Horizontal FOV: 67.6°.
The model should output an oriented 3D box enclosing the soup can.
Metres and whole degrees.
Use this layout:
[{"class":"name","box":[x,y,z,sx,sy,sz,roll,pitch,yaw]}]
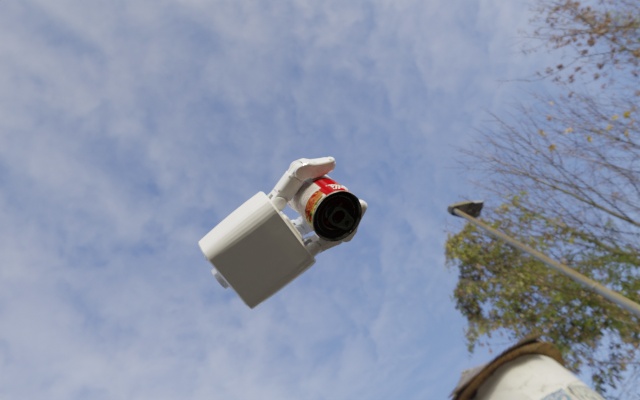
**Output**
[{"class":"soup can","box":[0.000,0.002,0.627,0.068,0.068,0.102,0,21,-27]}]
